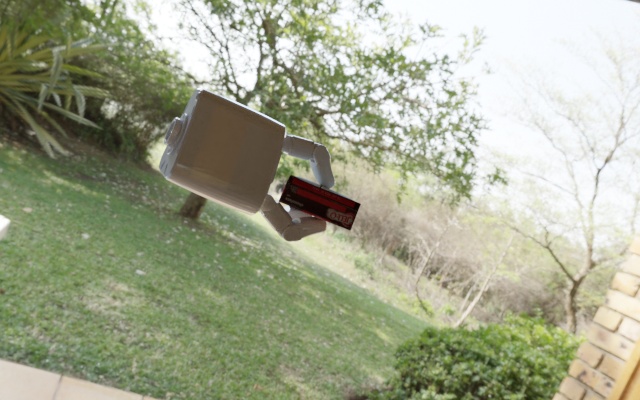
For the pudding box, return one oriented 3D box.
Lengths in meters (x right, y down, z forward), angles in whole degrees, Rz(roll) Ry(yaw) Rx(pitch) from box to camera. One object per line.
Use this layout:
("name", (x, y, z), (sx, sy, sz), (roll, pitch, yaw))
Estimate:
("pudding box", (0.000, 0.002, 0.595), (0.090, 0.039, 0.113), (23, 3, 0))
